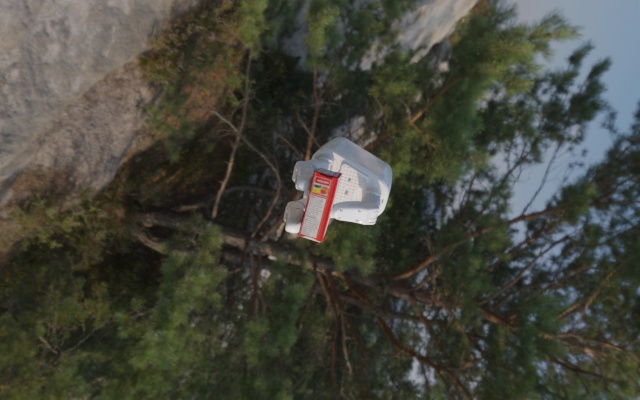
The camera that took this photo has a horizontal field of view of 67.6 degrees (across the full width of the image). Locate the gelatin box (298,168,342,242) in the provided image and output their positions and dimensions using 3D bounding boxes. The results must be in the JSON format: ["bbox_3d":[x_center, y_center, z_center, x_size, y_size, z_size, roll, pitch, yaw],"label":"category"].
[{"bbox_3d":[0.001,0.002,0.549,0.030,0.073,0.089,16,8,2],"label":"gelatin box"}]
